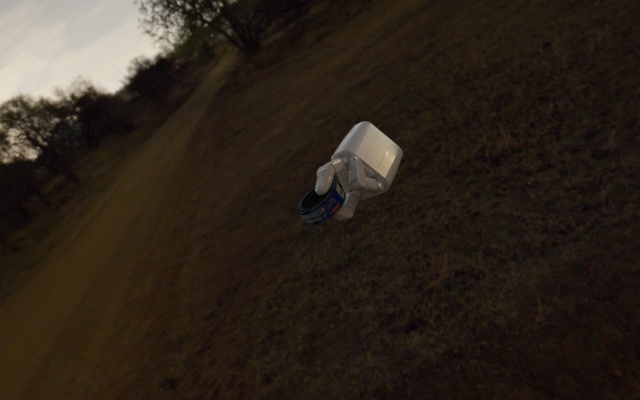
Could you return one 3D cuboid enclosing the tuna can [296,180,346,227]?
[{"bbox_3d":[0.000,0.002,0.829,0.034,0.086,0.086,50,-26,-24],"label":"tuna can"}]
